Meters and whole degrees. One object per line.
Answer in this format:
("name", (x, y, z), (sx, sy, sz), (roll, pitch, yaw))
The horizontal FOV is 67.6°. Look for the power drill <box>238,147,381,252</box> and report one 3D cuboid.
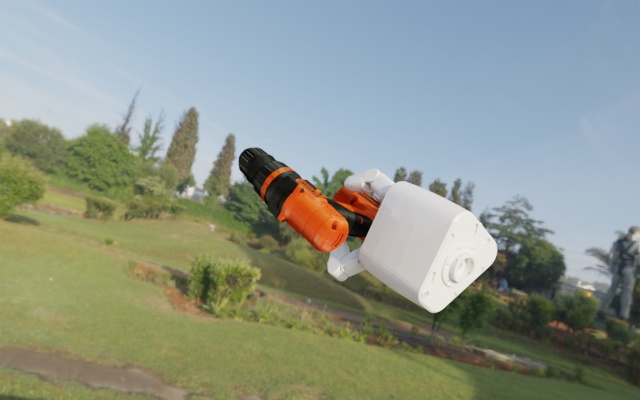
("power drill", (0.001, 0.002, 0.615), (0.184, 0.057, 0.188), (44, 19, 33))
